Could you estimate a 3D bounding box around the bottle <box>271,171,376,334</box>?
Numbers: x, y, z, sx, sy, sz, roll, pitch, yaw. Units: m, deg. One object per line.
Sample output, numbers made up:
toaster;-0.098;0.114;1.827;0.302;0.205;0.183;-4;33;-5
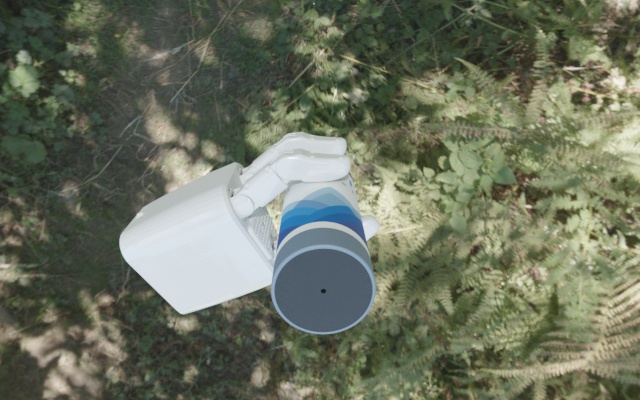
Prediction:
bottle;0.000;0.002;0.435;0.069;0.069;0.295;0;22;-1
